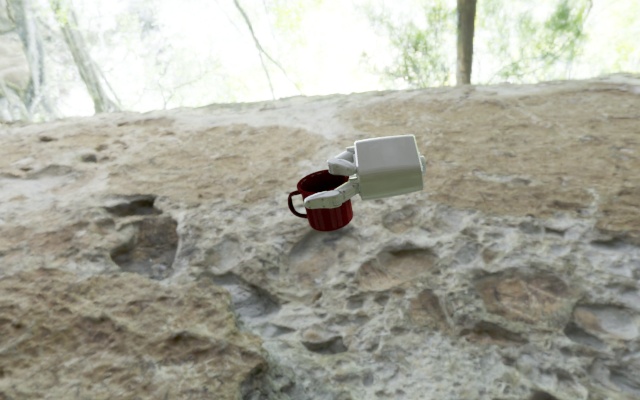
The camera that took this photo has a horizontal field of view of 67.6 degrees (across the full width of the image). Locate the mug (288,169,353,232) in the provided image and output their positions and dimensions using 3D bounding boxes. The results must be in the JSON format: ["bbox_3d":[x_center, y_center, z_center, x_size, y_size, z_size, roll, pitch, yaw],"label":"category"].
[{"bbox_3d":[-0.001,0.003,0.840,0.117,0.081,0.093,-9,27,8],"label":"mug"}]
